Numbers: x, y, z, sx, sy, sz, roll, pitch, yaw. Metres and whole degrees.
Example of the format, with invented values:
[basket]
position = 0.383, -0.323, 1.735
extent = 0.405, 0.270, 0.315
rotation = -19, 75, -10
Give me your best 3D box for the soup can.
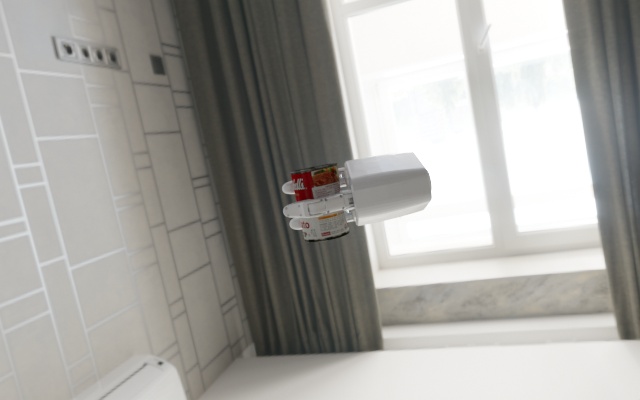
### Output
[soup can]
position = 0.000, 0.003, 0.681
extent = 0.068, 0.102, 0.068
rotation = -11, 6, 1
